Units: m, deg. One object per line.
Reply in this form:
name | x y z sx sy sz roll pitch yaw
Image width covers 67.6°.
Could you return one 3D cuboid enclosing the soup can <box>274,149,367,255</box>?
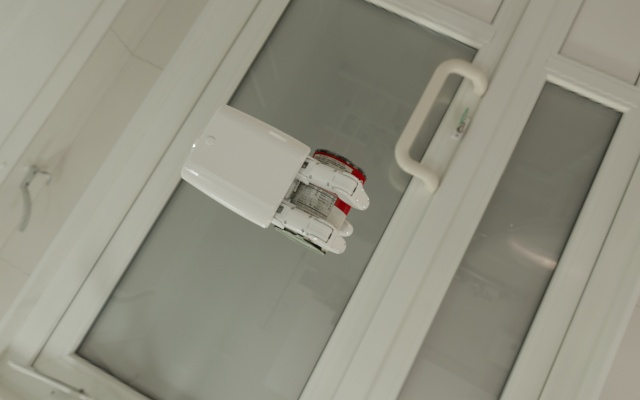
soup can | 0.000 0.002 0.543 0.068 0.102 0.068 28 -10 6
